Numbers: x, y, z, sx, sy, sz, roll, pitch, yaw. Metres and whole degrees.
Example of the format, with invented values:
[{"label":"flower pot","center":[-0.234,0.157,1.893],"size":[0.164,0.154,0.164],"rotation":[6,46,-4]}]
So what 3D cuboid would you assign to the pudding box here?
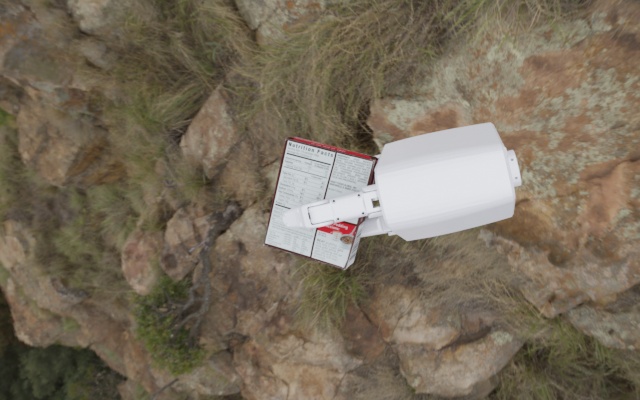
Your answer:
[{"label":"pudding box","center":[0.000,0.002,0.467],"size":[0.090,0.113,0.039],"rotation":[16,9,12]}]
